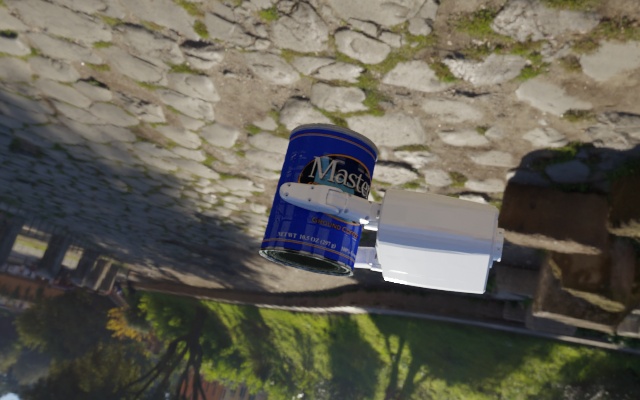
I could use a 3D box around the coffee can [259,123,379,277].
[{"bbox_3d":[0.000,0.002,0.521,0.103,0.140,0.103,12,-16,4],"label":"coffee can"}]
